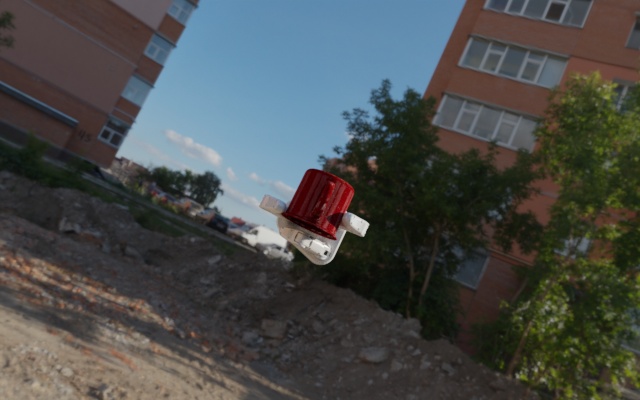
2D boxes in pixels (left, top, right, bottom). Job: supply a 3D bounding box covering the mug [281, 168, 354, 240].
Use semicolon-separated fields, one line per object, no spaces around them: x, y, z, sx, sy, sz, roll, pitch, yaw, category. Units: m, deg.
0.000;0.002;0.709;0.093;0.081;0.117;25;-9;0;mug
